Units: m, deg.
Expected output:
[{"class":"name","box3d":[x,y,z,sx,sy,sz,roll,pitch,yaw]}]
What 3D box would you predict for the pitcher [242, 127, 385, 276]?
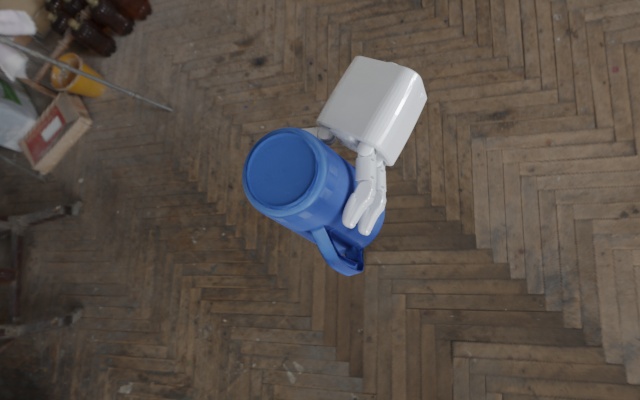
[{"class":"pitcher","box3d":[0.000,0.002,0.643,0.149,0.145,0.243,28,-2,24]}]
